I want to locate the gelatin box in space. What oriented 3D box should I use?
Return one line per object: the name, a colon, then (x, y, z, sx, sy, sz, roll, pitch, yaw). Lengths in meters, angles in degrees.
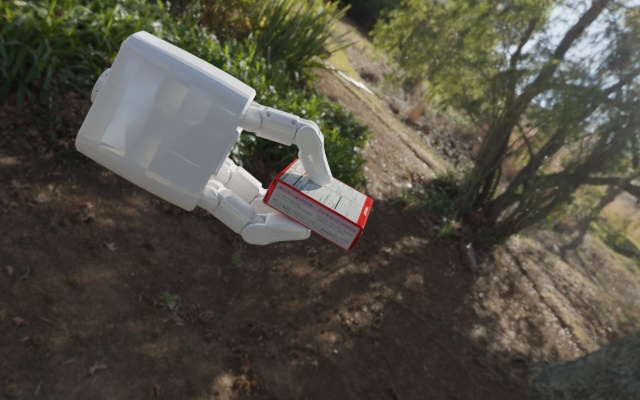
gelatin box: (0.001, 0.001, 0.437, 0.089, 0.030, 0.073, 29, 23, 1)
